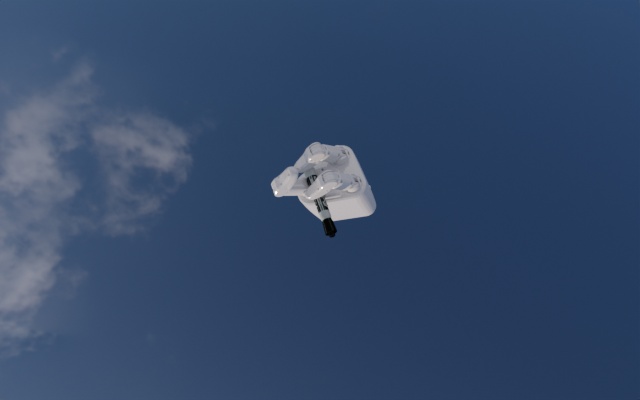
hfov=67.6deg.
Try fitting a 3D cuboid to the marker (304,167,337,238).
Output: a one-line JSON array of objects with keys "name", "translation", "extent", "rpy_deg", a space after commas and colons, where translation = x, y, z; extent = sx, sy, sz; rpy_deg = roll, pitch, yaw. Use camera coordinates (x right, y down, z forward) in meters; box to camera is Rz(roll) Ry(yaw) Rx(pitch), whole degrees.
[{"name": "marker", "translation": [0.000, 0.002, 0.741], "extent": [0.020, 0.121, 0.020], "rpy_deg": [-16, -25, -8]}]
